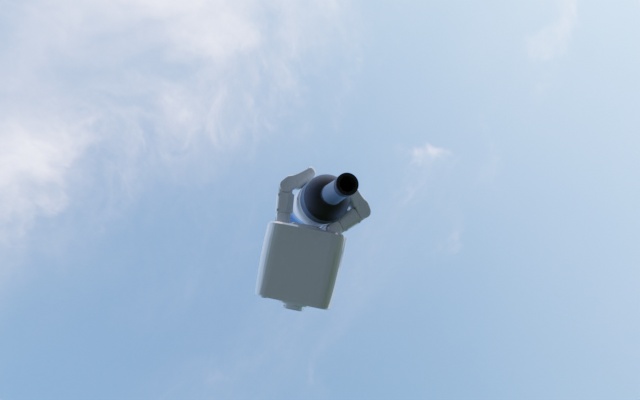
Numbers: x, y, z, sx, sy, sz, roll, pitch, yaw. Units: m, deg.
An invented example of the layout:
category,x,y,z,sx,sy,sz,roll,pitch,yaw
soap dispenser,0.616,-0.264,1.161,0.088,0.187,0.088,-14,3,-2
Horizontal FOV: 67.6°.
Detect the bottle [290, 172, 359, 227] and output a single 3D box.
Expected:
category,x,y,z,sx,sy,sz,roll,pitch,yaw
bottle,0.000,0.002,0.690,0.069,0.069,0.296,0,-8,-12
